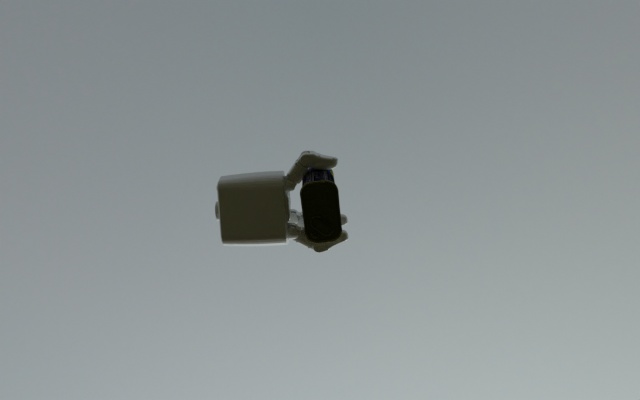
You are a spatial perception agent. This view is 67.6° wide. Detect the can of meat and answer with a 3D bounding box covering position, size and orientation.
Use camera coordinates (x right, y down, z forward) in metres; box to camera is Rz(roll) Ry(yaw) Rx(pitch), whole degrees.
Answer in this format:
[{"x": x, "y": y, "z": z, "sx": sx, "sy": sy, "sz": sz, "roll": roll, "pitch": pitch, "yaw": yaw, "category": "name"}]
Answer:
[{"x": 0.000, "y": 0.002, "z": 0.752, "sx": 0.057, "sy": 0.102, "sz": 0.084, "roll": -6, "pitch": 23, "yaw": 1, "category": "can of meat"}]
